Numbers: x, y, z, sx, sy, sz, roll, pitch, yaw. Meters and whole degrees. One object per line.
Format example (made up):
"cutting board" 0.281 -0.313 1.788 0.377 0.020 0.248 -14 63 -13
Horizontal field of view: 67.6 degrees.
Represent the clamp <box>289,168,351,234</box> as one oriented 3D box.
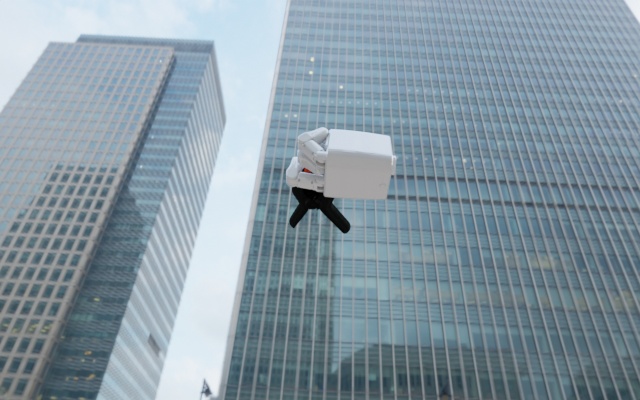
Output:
"clamp" 0.000 0.002 0.873 0.120 0.039 0.172 7 -39 3
